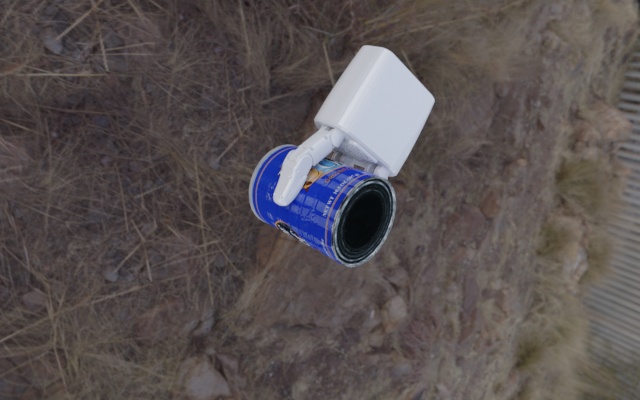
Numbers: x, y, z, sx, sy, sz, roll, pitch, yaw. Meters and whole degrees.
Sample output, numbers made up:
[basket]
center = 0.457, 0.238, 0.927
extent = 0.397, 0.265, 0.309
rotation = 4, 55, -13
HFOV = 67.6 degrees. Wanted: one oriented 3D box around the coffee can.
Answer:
[coffee can]
center = 0.000, 0.002, 0.550
extent = 0.140, 0.103, 0.103
rotation = 24, 16, 40
